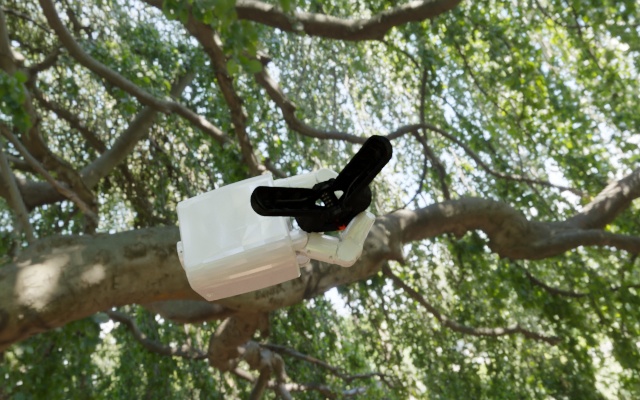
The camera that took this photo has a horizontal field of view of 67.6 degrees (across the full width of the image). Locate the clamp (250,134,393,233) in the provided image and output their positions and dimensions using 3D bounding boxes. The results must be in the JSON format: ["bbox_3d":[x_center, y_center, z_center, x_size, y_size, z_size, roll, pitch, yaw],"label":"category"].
[{"bbox_3d":[0.000,0.001,0.440,0.120,0.039,0.171,-16,-20,-6],"label":"clamp"}]
